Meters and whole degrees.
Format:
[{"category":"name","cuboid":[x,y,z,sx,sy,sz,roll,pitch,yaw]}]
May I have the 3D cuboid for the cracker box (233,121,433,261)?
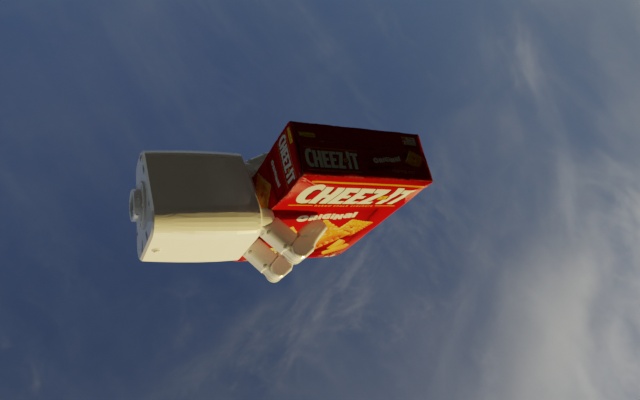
[{"category":"cracker box","cuboid":[0.000,0.002,0.564,0.164,0.072,0.214,0,-27,-30]}]
